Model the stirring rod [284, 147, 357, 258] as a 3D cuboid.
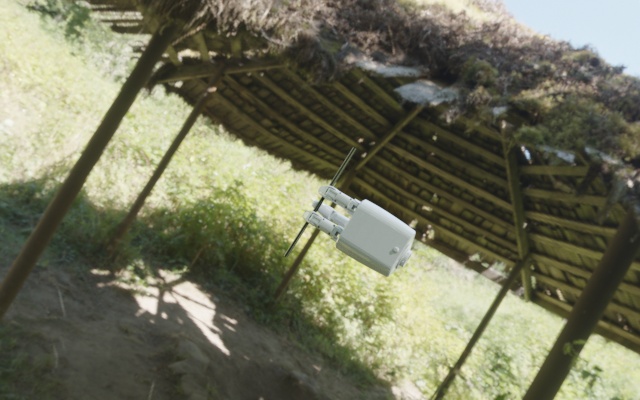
[{"bbox_3d":[0.000,0.003,0.889,0.011,0.239,0.011,32,-4,3],"label":"stirring rod"}]
